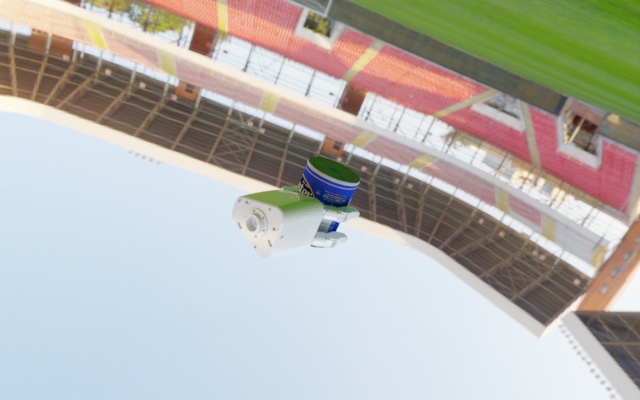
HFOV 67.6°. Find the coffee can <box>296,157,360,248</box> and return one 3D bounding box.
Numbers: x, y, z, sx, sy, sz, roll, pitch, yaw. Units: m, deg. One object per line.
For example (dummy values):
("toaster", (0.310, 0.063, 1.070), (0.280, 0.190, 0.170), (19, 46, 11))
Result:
("coffee can", (0.000, 0.003, 0.896), (0.103, 0.140, 0.102), (20, 21, -8))
